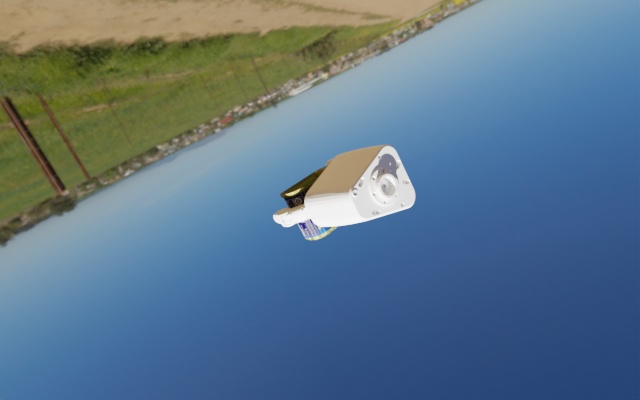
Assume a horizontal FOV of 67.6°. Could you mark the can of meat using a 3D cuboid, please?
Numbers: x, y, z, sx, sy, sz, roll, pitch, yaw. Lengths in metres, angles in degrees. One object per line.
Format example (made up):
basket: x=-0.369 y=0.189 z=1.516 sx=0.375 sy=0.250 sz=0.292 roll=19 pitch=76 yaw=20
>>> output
can of meat: x=0.000 y=0.003 z=0.752 sx=0.102 sy=0.084 sz=0.057 roll=-35 pitch=14 yaw=-33
